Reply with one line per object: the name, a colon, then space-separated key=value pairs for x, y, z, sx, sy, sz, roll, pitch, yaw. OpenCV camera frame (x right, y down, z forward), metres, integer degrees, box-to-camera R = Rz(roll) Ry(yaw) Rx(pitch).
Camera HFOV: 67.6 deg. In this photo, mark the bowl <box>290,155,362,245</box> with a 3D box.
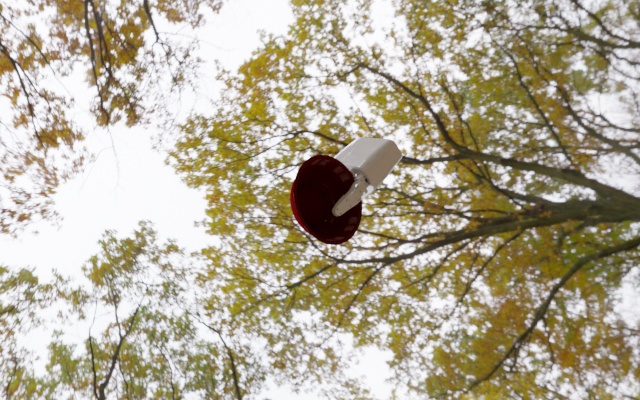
bowl: x=-0.001 y=0.003 z=0.852 sx=0.162 sy=0.162 sz=0.055 roll=0 pitch=-11 yaw=-43
